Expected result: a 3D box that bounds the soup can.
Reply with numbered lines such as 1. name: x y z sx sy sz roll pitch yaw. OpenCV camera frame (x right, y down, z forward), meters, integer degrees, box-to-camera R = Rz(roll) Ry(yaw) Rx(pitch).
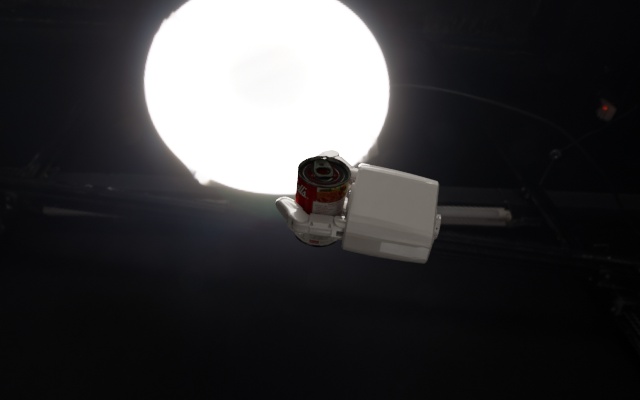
1. soup can: 0.000 0.002 0.625 0.068 0.102 0.068 4 38 -3
